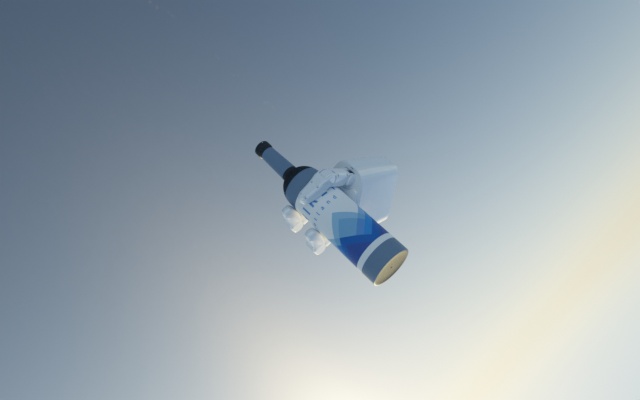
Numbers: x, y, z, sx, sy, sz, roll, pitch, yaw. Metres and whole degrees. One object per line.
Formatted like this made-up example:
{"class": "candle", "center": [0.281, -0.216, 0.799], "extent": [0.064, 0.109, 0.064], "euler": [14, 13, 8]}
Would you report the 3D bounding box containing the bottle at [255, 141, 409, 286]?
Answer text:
{"class": "bottle", "center": [0.000, 0.002, 0.712], "extent": [0.295, 0.069, 0.069], "euler": [43, 23, 27]}
